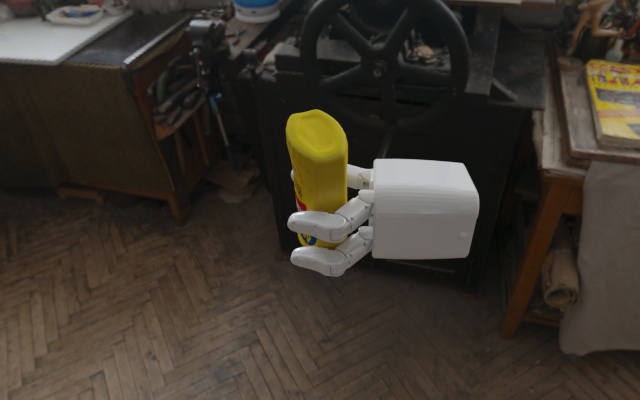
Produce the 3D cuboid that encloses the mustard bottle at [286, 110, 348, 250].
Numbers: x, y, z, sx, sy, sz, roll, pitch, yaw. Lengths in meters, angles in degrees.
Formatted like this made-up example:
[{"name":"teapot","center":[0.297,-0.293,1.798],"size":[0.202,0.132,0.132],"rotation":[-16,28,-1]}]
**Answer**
[{"name":"mustard bottle","center":[0.000,0.002,0.540],"size":[0.058,0.192,0.096],"rotation":[-15,43,-12]}]
